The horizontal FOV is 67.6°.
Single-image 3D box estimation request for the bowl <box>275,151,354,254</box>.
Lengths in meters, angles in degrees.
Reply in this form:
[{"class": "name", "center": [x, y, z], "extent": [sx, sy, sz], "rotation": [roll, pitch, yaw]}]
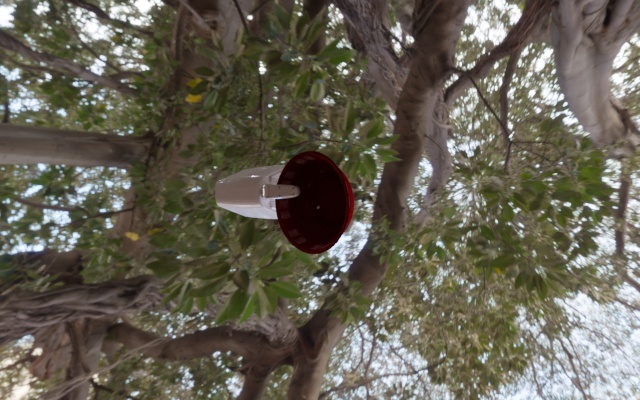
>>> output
[{"class": "bowl", "center": [0.001, 0.003, 0.763], "extent": [0.162, 0.162, 0.055], "rotation": [0, 2, 44]}]
